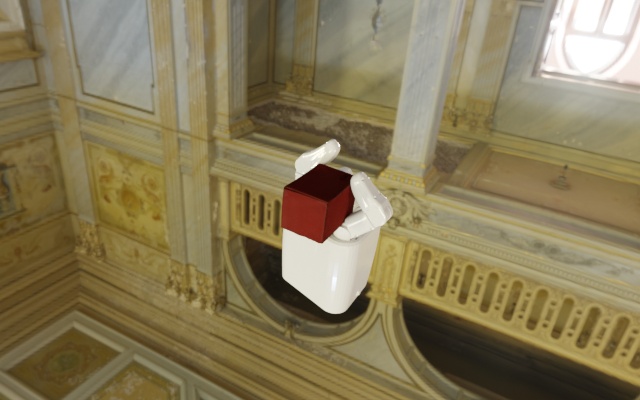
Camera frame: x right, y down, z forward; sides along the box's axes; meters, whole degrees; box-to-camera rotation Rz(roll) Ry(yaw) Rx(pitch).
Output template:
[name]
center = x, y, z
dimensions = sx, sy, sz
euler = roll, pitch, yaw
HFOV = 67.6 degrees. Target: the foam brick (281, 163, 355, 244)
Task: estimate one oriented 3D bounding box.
[foam brick]
center = 0.000, 0.002, 0.514
dimensions = 0.053, 0.051, 0.078
euler = 21, 31, 21
